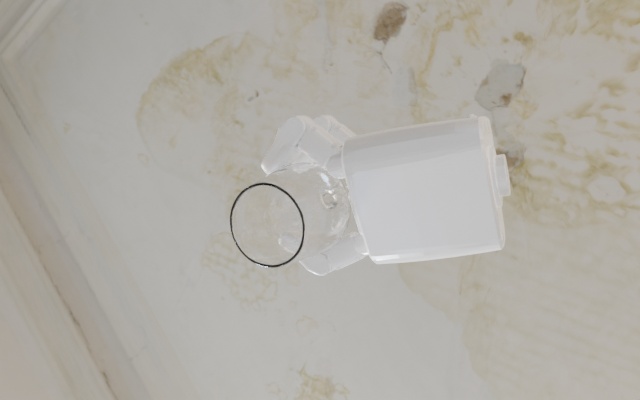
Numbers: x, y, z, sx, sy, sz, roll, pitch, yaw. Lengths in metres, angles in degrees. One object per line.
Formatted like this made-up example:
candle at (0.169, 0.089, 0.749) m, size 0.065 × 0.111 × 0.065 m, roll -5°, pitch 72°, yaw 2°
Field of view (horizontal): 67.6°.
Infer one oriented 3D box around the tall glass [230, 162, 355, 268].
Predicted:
tall glass at (0.000, 0.001, 0.428) m, size 0.079 × 0.079 × 0.201 m, roll 0°, pitch 10°, yaw 24°
